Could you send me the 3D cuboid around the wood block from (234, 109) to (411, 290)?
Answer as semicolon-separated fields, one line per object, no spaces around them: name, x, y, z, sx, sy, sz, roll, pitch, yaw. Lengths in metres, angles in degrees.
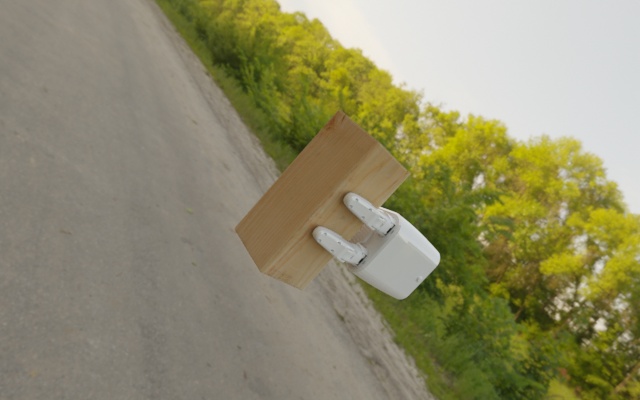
wood block;0.000;0.002;0.611;0.090;0.206;0.090;35;10;-46
